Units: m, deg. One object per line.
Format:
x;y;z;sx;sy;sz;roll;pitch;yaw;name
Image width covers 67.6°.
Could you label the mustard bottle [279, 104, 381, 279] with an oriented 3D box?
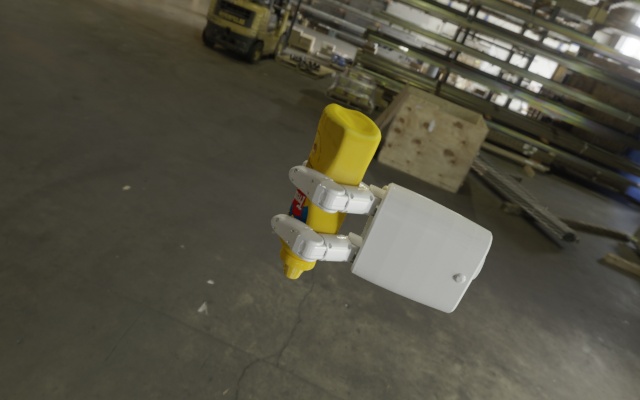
0.000;0.001;0.501;0.058;0.192;0.096;14;24;-16;mustard bottle
